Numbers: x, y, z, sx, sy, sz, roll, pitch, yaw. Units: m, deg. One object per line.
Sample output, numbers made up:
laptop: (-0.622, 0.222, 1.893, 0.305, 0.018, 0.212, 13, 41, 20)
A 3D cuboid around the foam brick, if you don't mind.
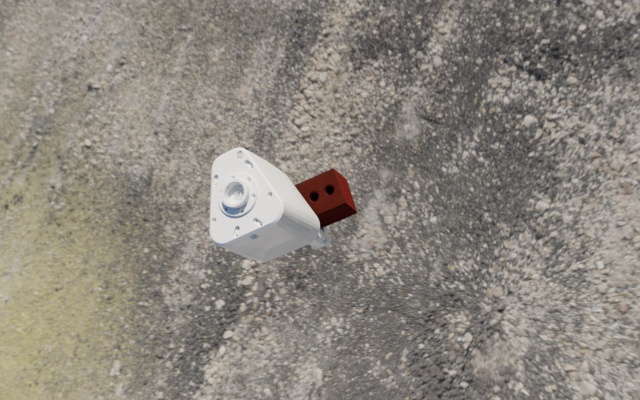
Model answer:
foam brick: (0.000, 0.002, 0.628, 0.078, 0.053, 0.051, -24, -24, 13)
